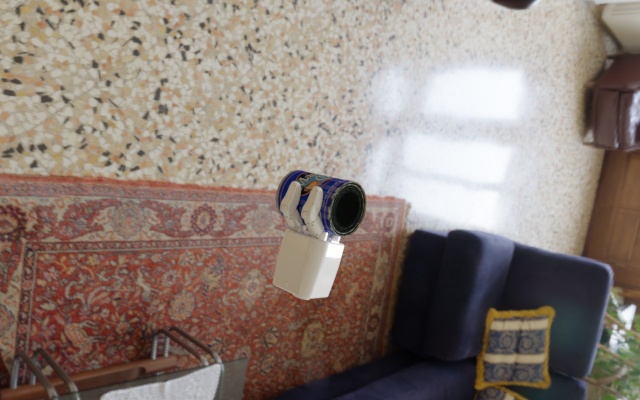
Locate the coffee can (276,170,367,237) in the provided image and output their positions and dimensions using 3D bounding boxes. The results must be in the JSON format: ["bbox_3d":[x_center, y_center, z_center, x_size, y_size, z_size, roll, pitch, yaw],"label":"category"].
[{"bbox_3d":[0.000,0.003,0.892,0.140,0.103,0.103,15,10,42],"label":"coffee can"}]
